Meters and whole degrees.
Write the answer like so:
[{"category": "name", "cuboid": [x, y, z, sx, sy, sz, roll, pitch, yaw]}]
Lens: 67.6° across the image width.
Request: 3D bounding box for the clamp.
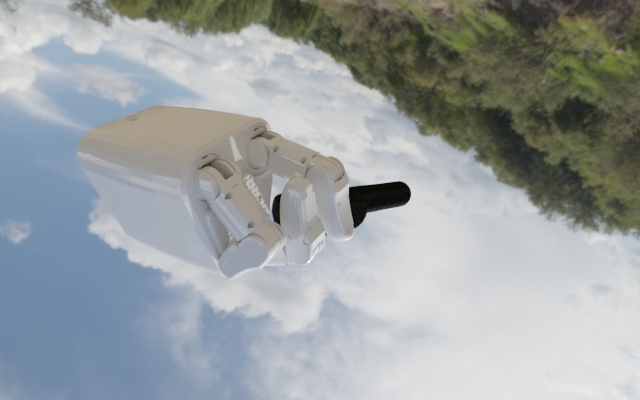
[{"category": "clamp", "cuboid": [0.000, 0.002, 0.430, 0.120, 0.039, 0.171, -1, 7, 29]}]
